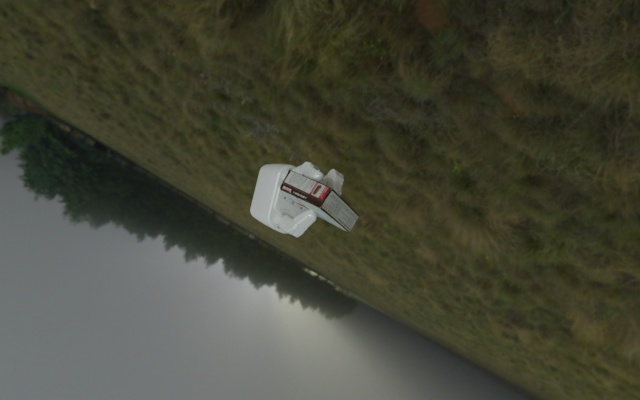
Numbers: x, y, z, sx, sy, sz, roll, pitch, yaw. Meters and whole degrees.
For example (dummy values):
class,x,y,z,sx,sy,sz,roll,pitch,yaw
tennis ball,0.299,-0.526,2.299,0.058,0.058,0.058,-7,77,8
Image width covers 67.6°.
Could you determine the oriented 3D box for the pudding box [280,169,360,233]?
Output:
class,x,y,z,sx,sy,sz,roll,pitch,yaw
pudding box,0.000,0.003,0.757,0.090,0.039,0.113,24,-9,34
